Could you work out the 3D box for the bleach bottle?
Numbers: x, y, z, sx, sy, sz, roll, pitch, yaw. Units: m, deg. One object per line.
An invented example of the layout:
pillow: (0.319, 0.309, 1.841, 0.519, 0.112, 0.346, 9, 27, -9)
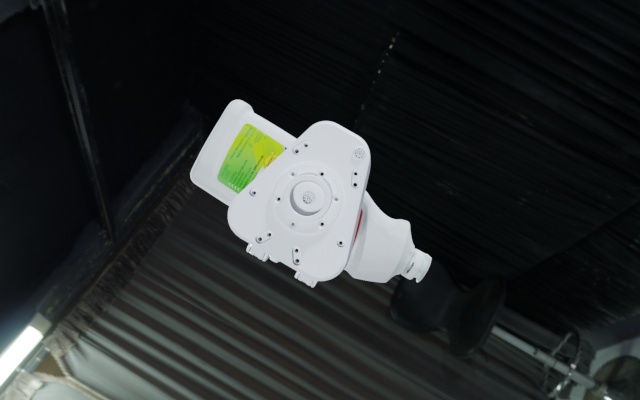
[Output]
bleach bottle: (0.000, 0.002, 0.489, 0.251, 0.102, 0.068, 29, -2, 3)
